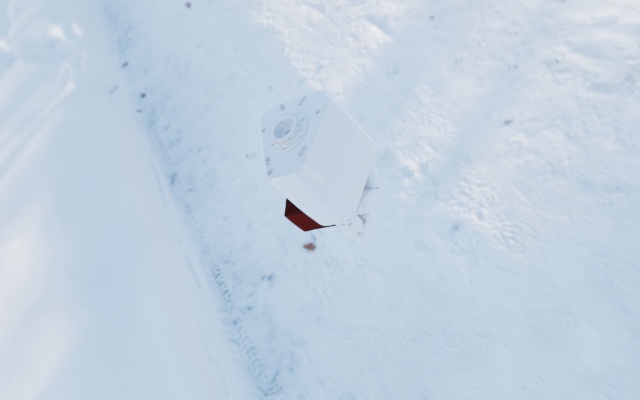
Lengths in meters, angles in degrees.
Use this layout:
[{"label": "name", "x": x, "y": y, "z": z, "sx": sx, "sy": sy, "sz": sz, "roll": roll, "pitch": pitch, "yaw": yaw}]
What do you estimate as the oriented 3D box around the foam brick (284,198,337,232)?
[{"label": "foam brick", "x": 0.000, "y": 0.002, "z": 0.611, "sx": 0.078, "sy": 0.053, "sz": 0.051, "roll": -13, "pitch": -33, "yaw": 30}]
